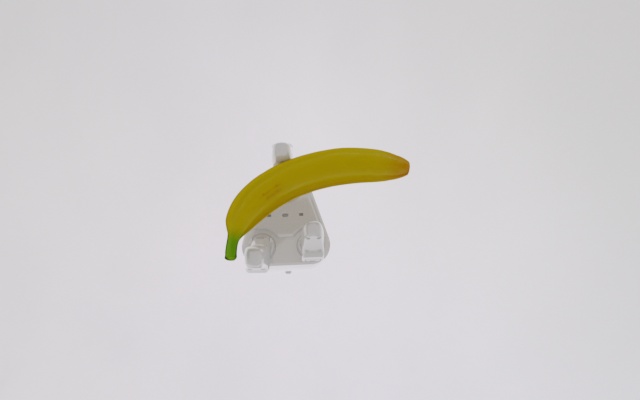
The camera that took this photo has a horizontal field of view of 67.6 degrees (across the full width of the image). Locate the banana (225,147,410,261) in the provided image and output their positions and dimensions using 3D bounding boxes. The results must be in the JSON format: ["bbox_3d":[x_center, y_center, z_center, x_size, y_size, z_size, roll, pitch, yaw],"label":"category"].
[{"bbox_3d":[-0.012,-0.013,0.461,0.198,0.069,0.037,-27,-16,-10],"label":"banana"}]
